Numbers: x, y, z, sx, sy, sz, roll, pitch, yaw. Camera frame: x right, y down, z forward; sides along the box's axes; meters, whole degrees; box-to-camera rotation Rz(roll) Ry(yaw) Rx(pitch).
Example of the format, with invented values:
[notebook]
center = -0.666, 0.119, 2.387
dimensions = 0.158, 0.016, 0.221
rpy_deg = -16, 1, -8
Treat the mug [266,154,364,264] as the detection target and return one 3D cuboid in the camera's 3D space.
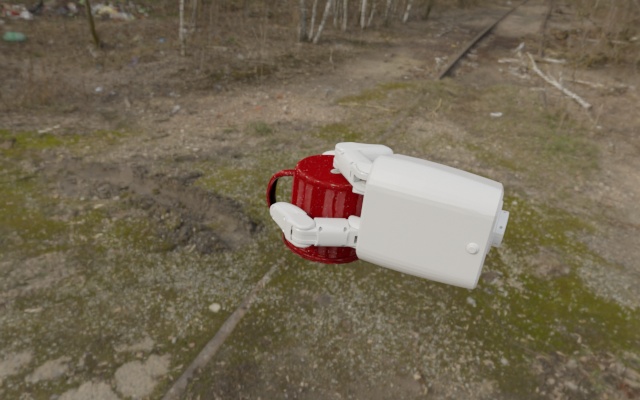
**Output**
[mug]
center = -0.001, 0.001, 0.484
dimensions = 0.117, 0.081, 0.093
rpy_deg = 16, 28, 17
